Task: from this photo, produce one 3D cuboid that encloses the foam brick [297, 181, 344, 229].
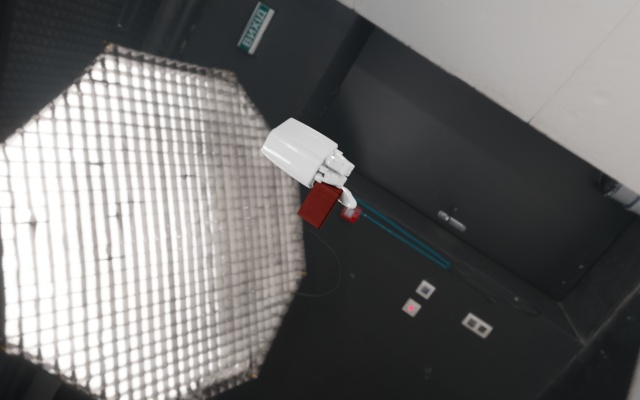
[{"bbox_3d":[0.000,0.003,0.883,0.051,0.078,0.053,32,14,1],"label":"foam brick"}]
